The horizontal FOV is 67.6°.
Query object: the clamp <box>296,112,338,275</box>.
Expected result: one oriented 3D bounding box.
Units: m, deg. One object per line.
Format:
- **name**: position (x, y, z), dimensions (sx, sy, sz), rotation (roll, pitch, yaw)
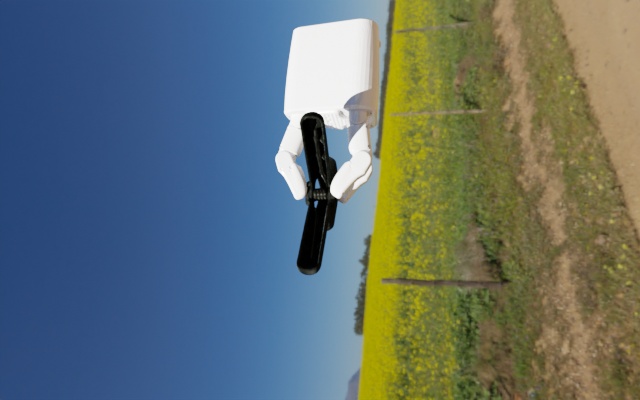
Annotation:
- **clamp**: position (-0.001, 0.002, 0.566), dimensions (0.036, 0.164, 0.210), rotation (3, -6, 7)
